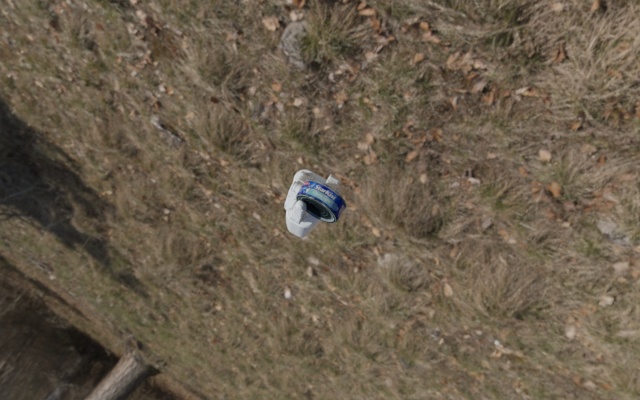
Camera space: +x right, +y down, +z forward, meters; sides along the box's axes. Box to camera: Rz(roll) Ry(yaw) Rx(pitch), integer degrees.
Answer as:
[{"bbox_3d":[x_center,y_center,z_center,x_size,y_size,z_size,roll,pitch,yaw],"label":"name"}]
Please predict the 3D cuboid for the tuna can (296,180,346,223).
[{"bbox_3d":[0.000,0.003,0.836,0.086,0.033,0.086,29,-20,12],"label":"tuna can"}]
